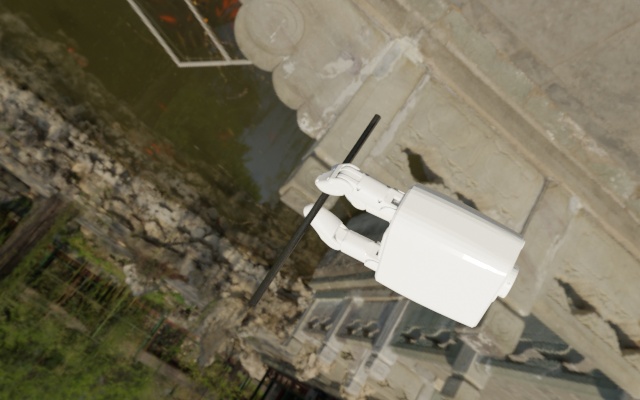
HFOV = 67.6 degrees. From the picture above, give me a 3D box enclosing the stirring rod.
[{"bbox_3d":[0.000,0.001,0.477,0.011,0.239,0.011,29,-22,13],"label":"stirring rod"}]
